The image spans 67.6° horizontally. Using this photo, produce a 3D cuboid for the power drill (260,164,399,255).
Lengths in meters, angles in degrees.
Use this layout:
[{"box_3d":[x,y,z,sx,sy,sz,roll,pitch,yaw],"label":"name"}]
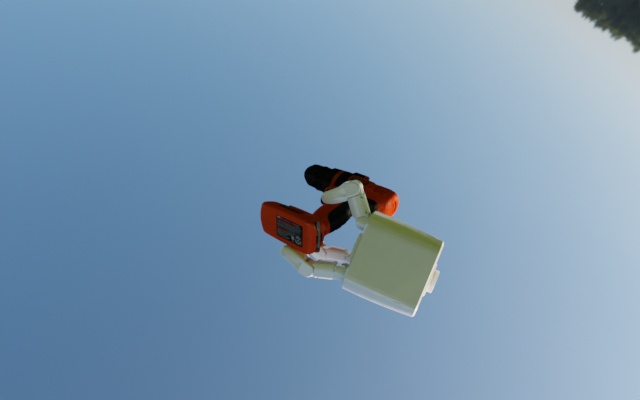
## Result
[{"box_3d":[0.000,0.003,0.738,0.184,0.057,0.187,22,36,37],"label":"power drill"}]
